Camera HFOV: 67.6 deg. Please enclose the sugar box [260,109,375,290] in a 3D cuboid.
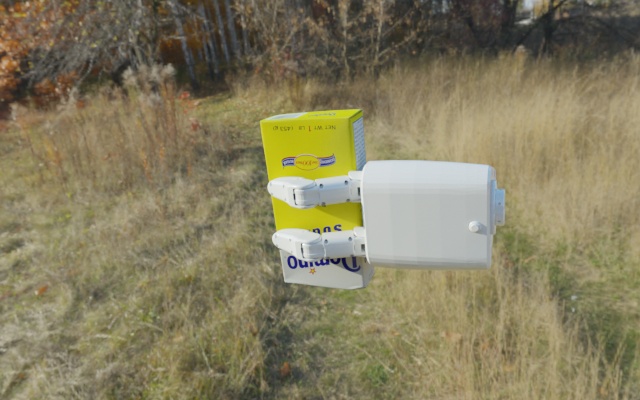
[{"bbox_3d":[0.000,0.002,0.476,0.093,0.176,0.048,1,19,22],"label":"sugar box"}]
